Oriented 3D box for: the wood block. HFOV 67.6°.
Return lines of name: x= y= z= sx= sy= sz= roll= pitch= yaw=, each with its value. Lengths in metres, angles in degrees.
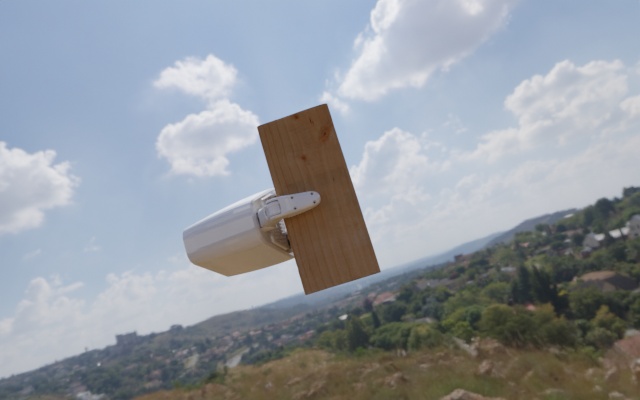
wood block: x=0.000 y=0.002 z=0.586 sx=0.090 sy=0.206 sz=0.091 roll=-18 pitch=-9 yaw=4
